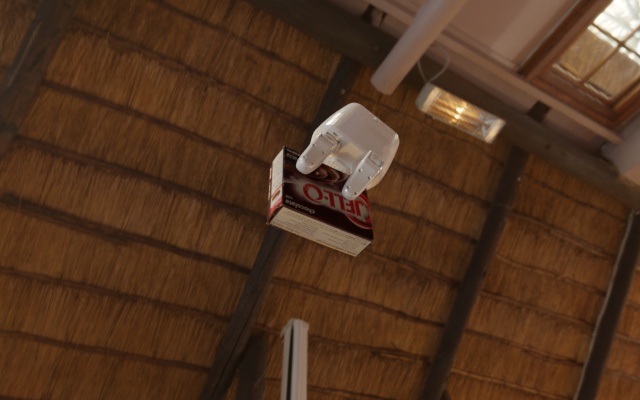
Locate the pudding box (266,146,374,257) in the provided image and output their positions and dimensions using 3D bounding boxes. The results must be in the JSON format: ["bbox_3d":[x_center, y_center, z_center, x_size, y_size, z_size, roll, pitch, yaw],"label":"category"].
[{"bbox_3d":[0.000,0.002,0.512,0.113,0.090,0.039,21,-50,-22],"label":"pudding box"}]
